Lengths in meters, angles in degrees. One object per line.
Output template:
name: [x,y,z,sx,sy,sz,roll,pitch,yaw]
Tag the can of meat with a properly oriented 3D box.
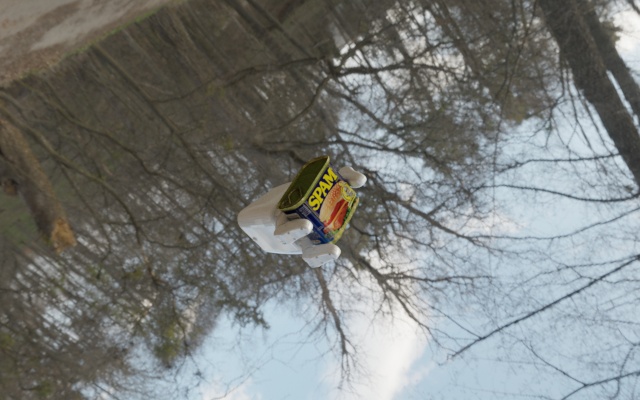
can of meat: [0.000,0.002,0.674,0.057,0.102,0.084,-12,-52,47]
